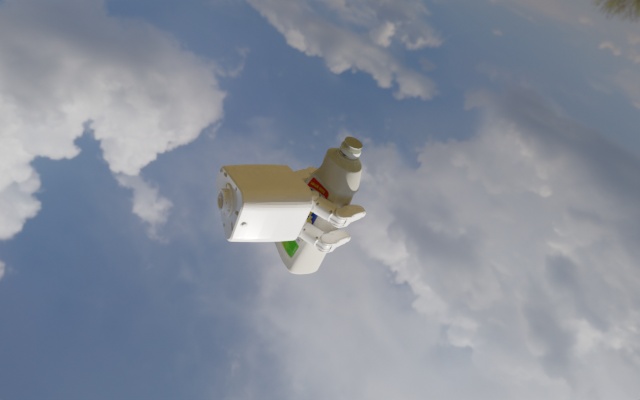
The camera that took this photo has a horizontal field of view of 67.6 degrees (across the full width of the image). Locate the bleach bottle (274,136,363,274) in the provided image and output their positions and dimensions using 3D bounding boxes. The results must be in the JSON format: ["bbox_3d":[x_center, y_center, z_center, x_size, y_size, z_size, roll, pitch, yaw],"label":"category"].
[{"bbox_3d":[0.000,0.003,0.754,0.068,0.251,0.102,0,44,-30],"label":"bleach bottle"}]
